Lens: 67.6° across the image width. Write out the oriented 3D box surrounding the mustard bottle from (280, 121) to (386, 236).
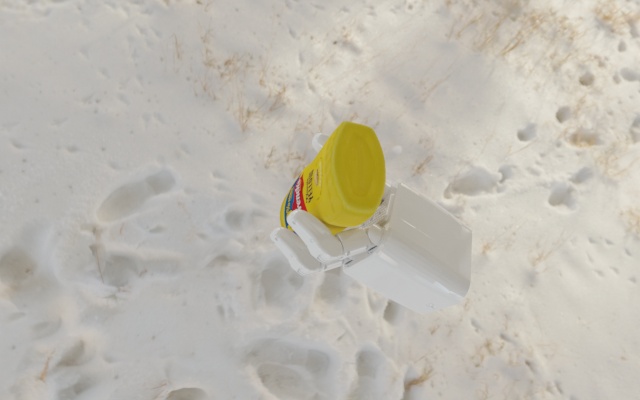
[{"bbox_3d":[0.000,0.001,0.513,0.058,0.096,0.192,9,-25,-21],"label":"mustard bottle"}]
